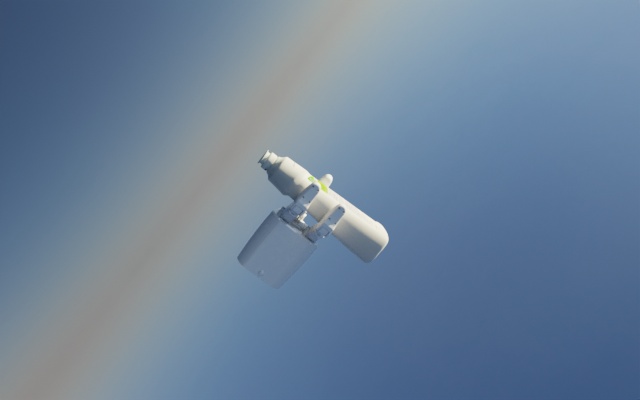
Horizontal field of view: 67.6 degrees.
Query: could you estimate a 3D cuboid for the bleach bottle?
[{"bbox_3d":[0.000,0.003,0.818,0.251,0.068,0.102,39,7,-12],"label":"bleach bottle"}]
